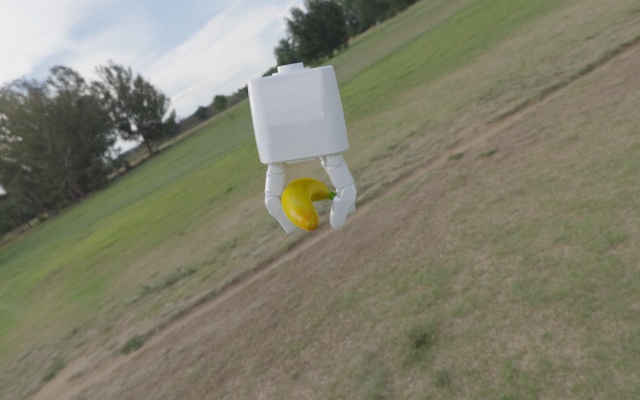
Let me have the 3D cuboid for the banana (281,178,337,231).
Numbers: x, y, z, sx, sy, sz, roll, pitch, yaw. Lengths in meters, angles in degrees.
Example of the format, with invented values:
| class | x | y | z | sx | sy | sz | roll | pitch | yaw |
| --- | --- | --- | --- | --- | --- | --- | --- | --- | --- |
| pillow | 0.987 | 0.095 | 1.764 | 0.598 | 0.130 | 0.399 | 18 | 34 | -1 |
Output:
| class | x | y | z | sx | sy | sz | roll | pitch | yaw |
| --- | --- | --- | --- | --- | --- | --- | --- | --- | --- |
| banana | -0.017 | -0.002 | 0.631 | 0.069 | 0.037 | 0.197 | 12 | 14 | 9 |
